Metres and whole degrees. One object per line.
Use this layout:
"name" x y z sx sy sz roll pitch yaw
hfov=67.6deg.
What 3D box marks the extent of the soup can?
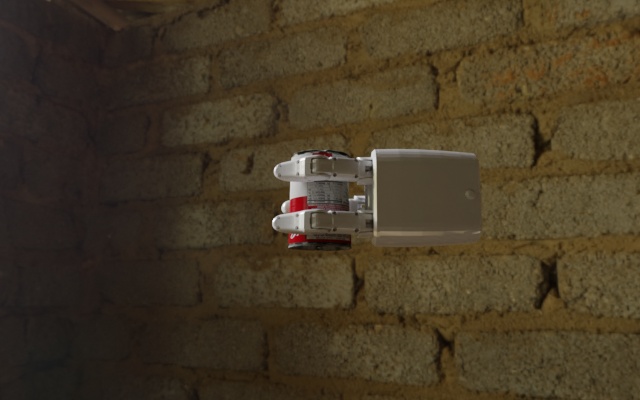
"soup can" 0.000 0.001 0.522 0.068 0.102 0.068 1 -10 0
